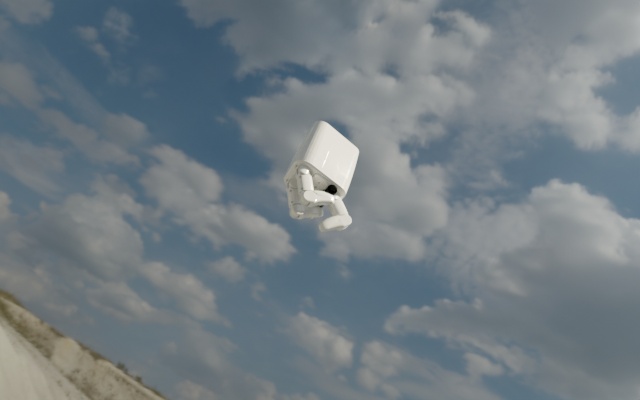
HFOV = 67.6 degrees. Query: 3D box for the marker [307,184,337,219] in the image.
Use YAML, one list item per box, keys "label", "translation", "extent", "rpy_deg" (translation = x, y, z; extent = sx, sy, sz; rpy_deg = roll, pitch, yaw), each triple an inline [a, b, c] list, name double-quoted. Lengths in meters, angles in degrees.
- label: "marker"
  translation: [0.000, 0.003, 0.864]
  extent: [0.020, 0.020, 0.121]
  rpy_deg: [0, -24, -24]
